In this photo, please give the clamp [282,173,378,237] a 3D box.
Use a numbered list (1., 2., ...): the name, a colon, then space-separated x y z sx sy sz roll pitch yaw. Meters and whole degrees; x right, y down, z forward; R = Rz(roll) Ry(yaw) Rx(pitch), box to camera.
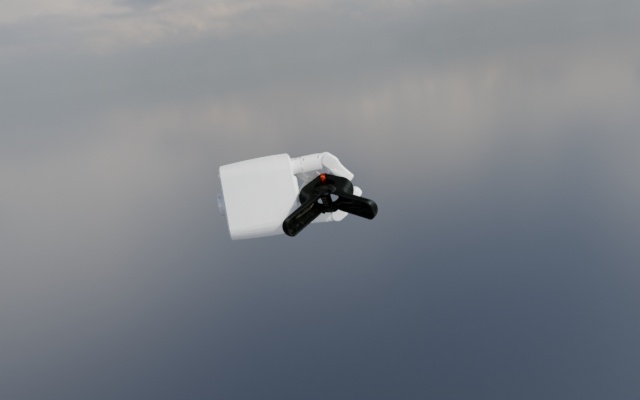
1. clamp: 0.000 0.001 0.656 0.120 0.039 0.171 -10 17 -8
